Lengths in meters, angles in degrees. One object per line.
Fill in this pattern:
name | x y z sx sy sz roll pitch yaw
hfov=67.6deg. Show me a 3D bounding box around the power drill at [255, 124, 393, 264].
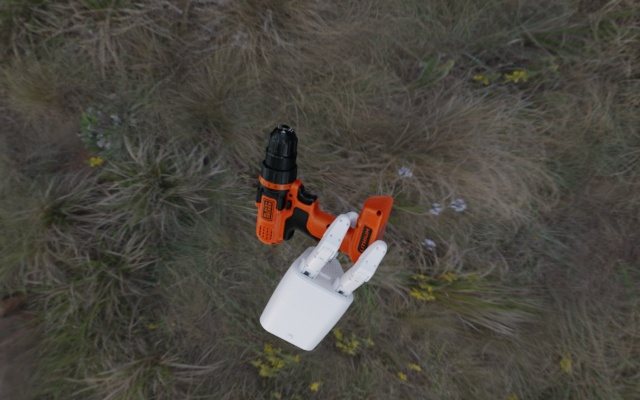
power drill | 0.000 0.003 0.659 0.187 0.184 0.057 21 34 16
